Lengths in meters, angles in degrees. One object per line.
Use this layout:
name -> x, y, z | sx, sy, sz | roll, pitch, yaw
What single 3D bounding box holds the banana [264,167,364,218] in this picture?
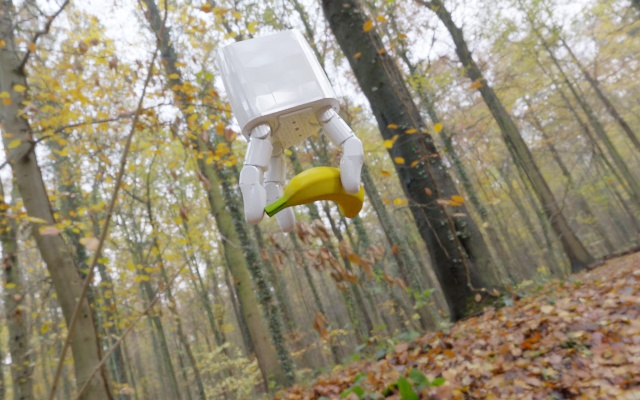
banana -> 0.013, -0.008, 0.559 | 0.070, 0.037, 0.198 | -34, -20, 24
